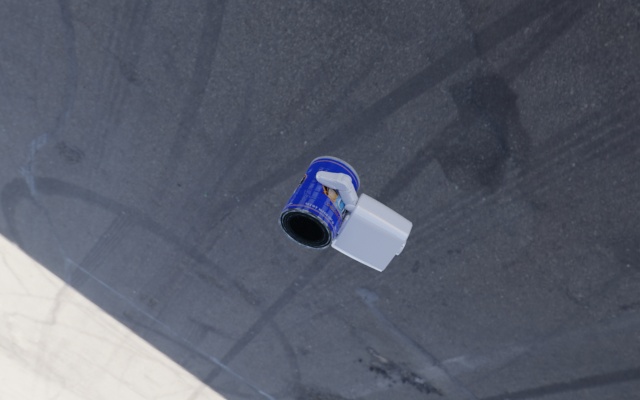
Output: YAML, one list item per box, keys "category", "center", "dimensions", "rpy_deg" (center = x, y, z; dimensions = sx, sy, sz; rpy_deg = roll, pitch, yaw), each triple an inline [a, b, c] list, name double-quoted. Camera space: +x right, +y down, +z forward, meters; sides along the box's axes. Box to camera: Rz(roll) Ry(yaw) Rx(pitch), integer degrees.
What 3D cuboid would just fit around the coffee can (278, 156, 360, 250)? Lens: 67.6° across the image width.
- category: "coffee can"
  center: [0.000, 0.003, 0.862]
  dimensions: [0.103, 0.103, 0.140]
  rpy_deg: [0, 44, 32]
